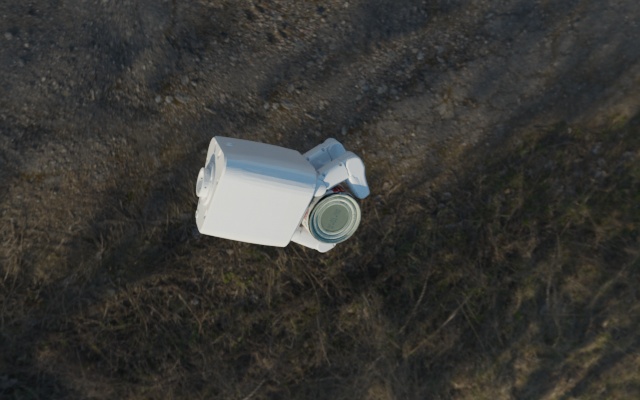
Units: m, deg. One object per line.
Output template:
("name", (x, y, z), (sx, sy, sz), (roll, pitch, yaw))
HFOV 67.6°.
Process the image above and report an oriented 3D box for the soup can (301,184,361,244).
("soup can", (0.001, 0.002, 0.594), (0.068, 0.068, 0.102), (0, 23, -22))
